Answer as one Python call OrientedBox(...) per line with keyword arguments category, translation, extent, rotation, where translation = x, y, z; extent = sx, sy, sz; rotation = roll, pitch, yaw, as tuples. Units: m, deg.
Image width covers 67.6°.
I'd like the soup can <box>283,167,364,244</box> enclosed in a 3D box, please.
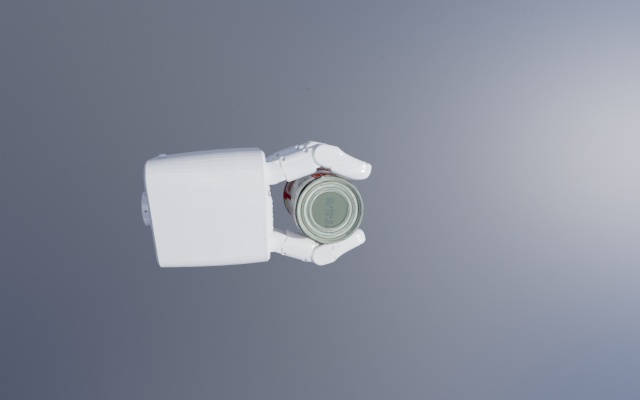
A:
OrientedBox(category="soup can", translation=(0.001, 0.002, 0.496), extent=(0.068, 0.068, 0.102), rotation=(0, 9, -10))
